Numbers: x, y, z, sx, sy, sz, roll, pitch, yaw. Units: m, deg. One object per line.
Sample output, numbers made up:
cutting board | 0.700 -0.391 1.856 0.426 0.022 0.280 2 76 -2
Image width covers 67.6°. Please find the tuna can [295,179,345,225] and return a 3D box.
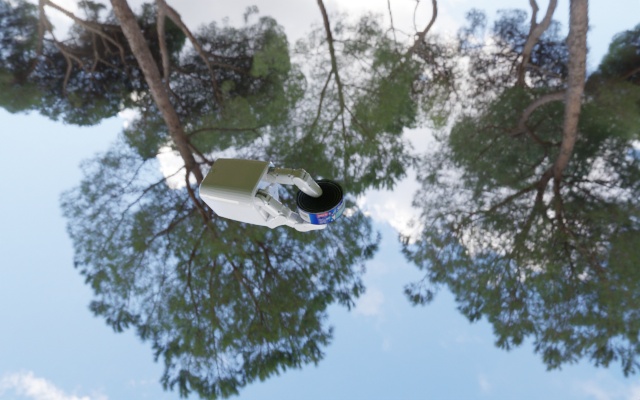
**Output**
tuna can | 0.000 0.003 0.844 0.086 0.034 0.086 -7 43 7
